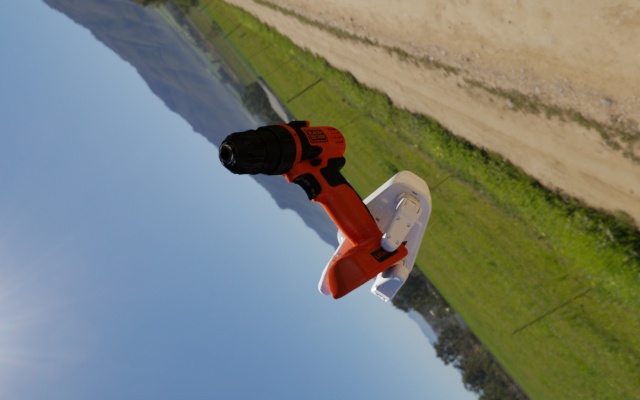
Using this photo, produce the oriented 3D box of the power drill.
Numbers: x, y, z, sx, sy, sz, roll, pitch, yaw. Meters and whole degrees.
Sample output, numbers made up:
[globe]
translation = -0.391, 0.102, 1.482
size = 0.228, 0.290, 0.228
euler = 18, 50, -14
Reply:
[power drill]
translation = 0.000, 0.002, 0.491
size = 0.057, 0.187, 0.184
euler = -37, -13, 35
